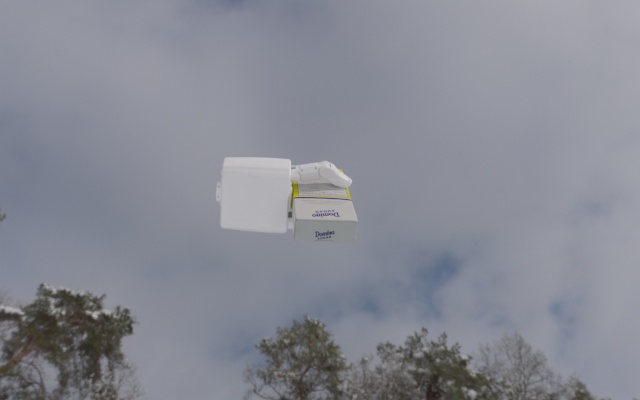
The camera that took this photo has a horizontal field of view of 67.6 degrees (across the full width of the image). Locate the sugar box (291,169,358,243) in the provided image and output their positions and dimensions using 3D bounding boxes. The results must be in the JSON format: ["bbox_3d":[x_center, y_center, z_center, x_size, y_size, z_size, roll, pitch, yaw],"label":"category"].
[{"bbox_3d":[0.000,0.003,0.762,0.093,0.048,0.176,3,31,-6],"label":"sugar box"}]
